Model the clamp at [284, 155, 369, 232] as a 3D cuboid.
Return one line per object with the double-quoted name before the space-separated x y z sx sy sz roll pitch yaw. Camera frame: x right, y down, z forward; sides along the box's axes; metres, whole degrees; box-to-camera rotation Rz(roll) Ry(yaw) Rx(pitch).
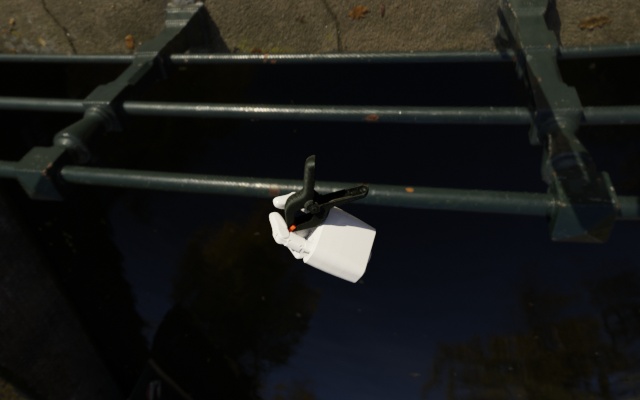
"clamp" 0.000 0.003 0.827 0.120 0.039 0.171 26 -47 -11
